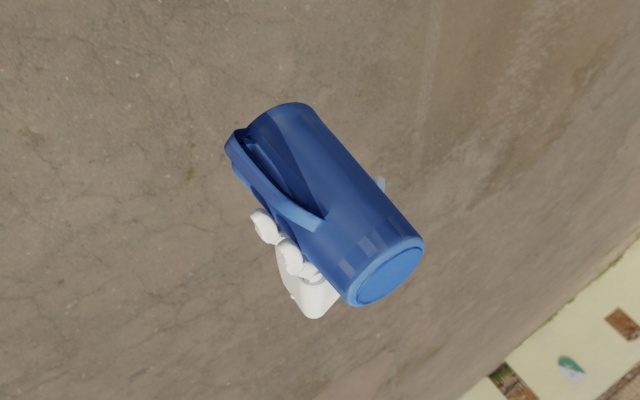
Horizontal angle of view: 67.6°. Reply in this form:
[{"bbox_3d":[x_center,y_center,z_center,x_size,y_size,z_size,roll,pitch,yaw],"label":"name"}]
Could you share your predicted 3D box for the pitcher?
[{"bbox_3d":[0.000,0.002,0.562,0.149,0.242,0.145,-28,-32,-21],"label":"pitcher"}]
